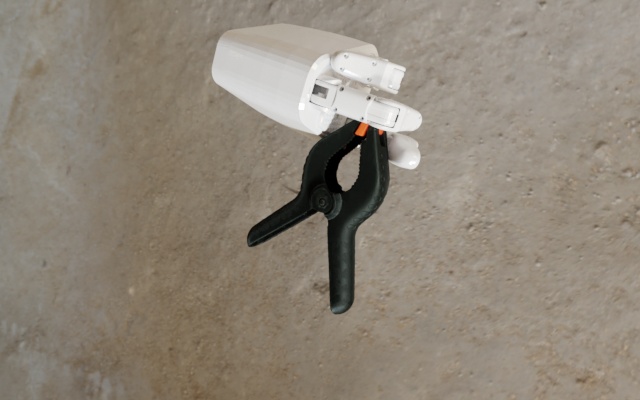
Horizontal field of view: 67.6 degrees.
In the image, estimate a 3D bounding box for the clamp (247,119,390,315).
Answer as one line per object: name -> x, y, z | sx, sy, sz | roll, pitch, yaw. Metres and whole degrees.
clamp -> 0.000, 0.001, 0.421 | 0.120, 0.171, 0.039 | 24, 12, 19
